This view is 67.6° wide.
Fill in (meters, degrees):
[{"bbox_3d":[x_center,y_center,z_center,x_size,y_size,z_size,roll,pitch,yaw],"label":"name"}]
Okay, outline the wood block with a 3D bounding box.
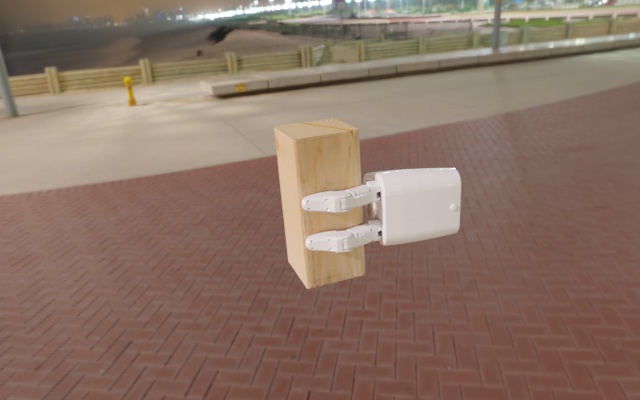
[{"bbox_3d":[0.000,0.002,0.653,0.090,0.206,0.090,-11,22,-17],"label":"wood block"}]
